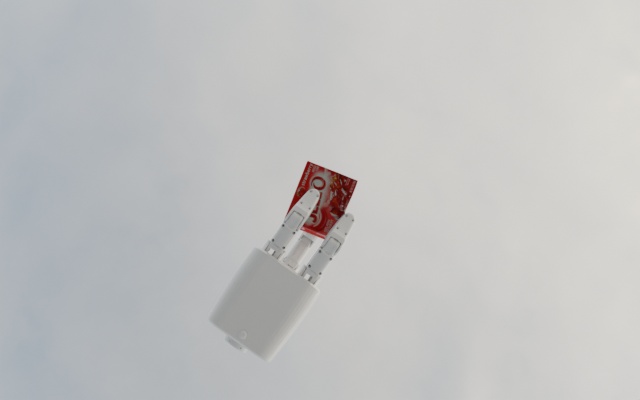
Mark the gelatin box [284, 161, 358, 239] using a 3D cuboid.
[{"bbox_3d":[0.000,0.002,0.633,0.073,0.089,0.030,22,-17,0],"label":"gelatin box"}]
